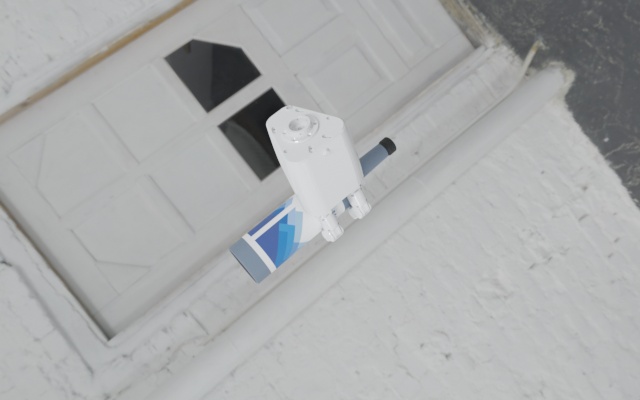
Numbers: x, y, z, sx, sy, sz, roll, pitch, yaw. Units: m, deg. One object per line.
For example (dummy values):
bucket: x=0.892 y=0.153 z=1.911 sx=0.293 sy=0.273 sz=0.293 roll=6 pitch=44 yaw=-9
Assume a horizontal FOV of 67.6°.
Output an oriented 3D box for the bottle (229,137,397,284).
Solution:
bottle: x=0.000 y=0.003 z=0.712 sx=0.295 sy=0.069 sz=0.069 roll=-40 pitch=11 yaw=-14
